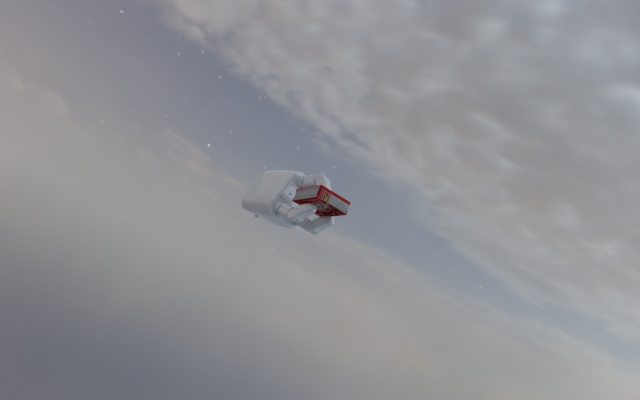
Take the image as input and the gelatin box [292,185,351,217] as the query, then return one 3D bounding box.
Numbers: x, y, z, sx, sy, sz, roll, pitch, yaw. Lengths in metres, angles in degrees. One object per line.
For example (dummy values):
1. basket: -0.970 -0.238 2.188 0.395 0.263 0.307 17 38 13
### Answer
1. gelatin box: 0.000 0.003 0.896 0.073 0.030 0.089 31 -21 -28
